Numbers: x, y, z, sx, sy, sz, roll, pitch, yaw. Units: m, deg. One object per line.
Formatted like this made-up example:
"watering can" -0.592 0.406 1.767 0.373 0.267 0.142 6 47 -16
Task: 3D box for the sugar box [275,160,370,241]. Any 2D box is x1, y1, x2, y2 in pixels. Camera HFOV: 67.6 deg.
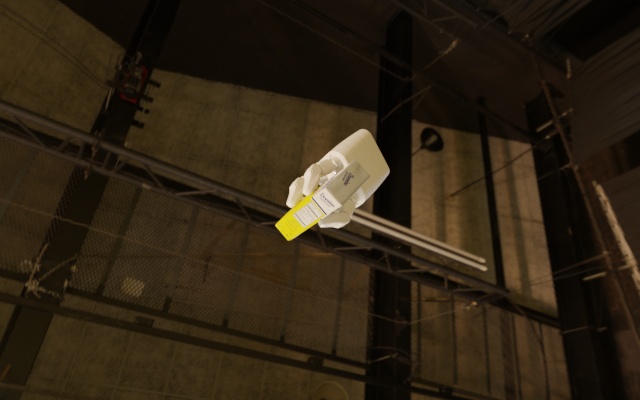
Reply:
"sugar box" 0.000 0.002 0.818 0.093 0.048 0.176 -44 3 -40
